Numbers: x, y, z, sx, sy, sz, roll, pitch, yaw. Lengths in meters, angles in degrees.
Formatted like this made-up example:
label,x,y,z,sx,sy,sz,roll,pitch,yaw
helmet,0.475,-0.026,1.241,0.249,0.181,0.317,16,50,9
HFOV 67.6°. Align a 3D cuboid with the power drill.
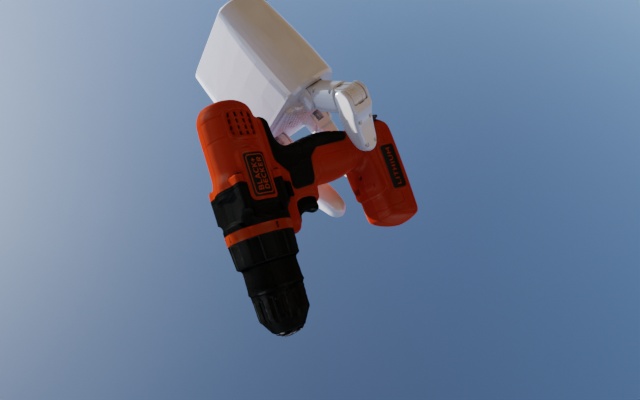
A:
label,x,y,z,sx,sy,sz,roll,pitch,yaw
power drill,0.000,0.001,0.406,0.187,0.184,0.057,-11,-9,-42
